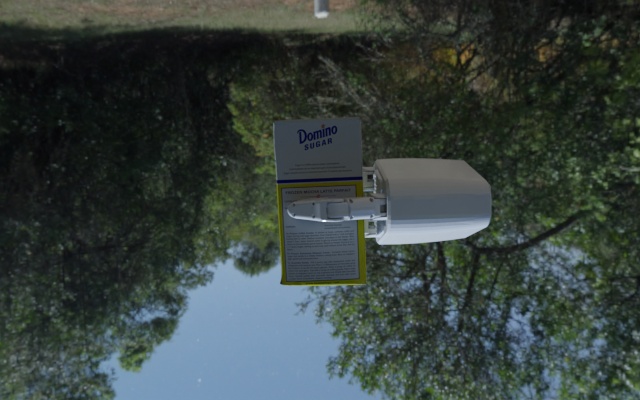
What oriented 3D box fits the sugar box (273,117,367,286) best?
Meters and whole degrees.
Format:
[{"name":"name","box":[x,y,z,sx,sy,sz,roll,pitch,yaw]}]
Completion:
[{"name":"sugar box","box":[0.000,0.002,0.516,0.093,0.176,0.048,-2,3,1]}]
